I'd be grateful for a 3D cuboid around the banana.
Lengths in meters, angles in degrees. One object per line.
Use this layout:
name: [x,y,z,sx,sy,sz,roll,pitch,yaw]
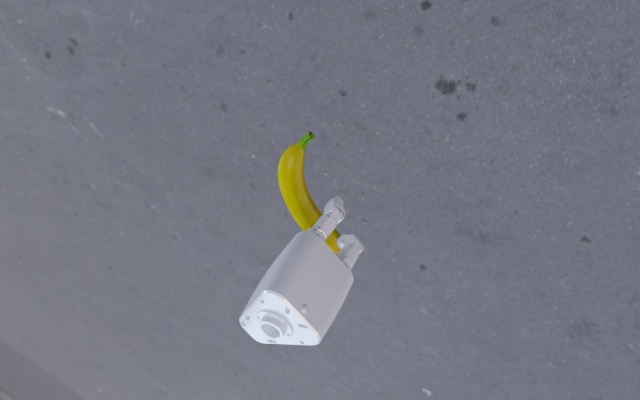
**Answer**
banana: [-0.018,0.000,0.687,0.069,0.198,0.037,-4,31,26]
